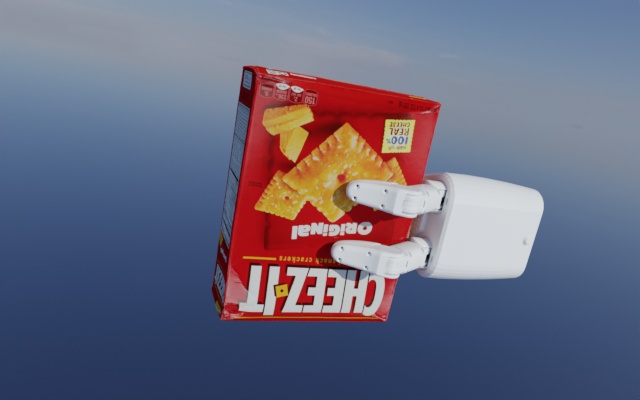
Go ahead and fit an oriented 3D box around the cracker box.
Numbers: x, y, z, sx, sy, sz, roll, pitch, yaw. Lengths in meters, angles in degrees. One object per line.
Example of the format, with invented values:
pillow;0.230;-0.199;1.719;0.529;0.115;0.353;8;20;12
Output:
cracker box;0.000;0.001;0.430;0.164;0.214;0.072;6;15;-19
